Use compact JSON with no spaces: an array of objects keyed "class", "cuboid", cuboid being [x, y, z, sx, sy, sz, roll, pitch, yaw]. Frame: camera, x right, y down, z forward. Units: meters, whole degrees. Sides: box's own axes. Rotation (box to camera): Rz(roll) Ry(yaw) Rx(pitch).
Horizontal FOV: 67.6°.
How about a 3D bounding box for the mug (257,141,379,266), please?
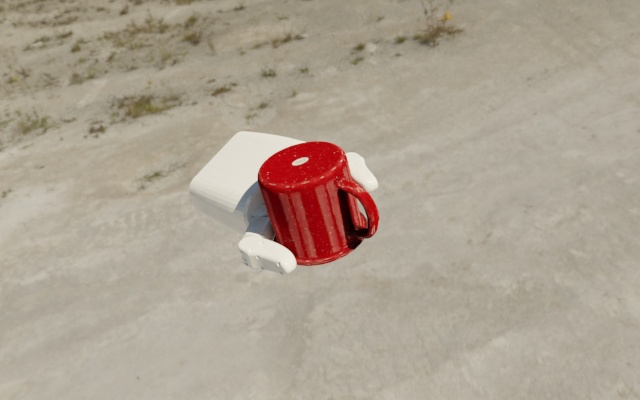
[{"class":"mug","cuboid":[0.001,0.002,0.429,0.117,0.081,0.093,16,43,39]}]
